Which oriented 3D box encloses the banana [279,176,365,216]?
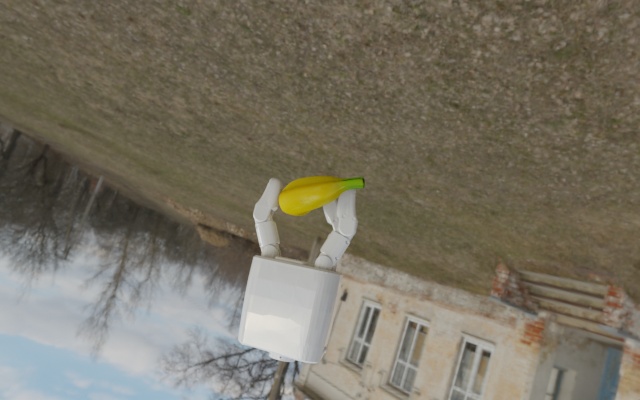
[{"bbox_3d":[-0.016,-0.001,0.575,0.069,0.037,0.198,8,-9,-18],"label":"banana"}]
